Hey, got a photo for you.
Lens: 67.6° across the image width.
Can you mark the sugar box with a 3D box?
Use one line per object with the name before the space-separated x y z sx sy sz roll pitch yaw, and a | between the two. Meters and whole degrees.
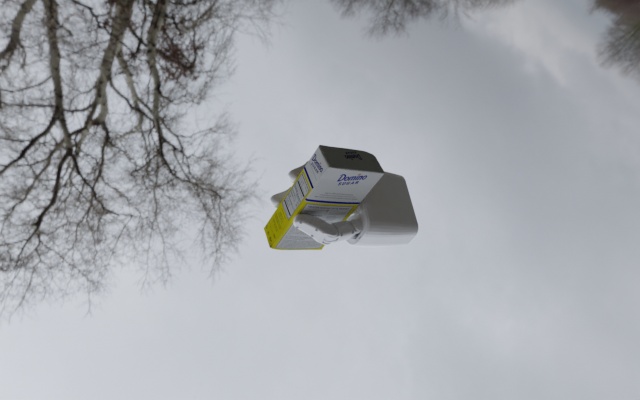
sugar box | 0.000 0.002 0.658 0.093 0.048 0.176 4 -44 -36
